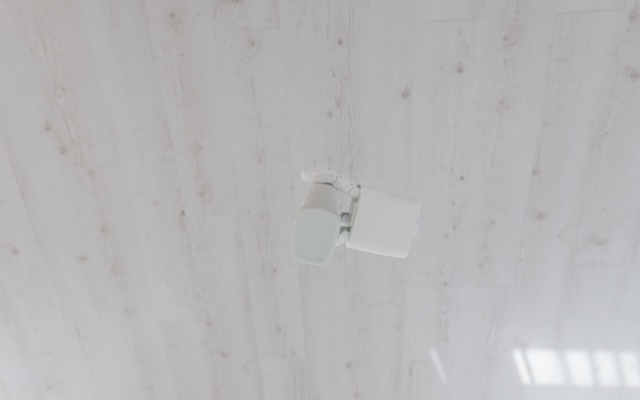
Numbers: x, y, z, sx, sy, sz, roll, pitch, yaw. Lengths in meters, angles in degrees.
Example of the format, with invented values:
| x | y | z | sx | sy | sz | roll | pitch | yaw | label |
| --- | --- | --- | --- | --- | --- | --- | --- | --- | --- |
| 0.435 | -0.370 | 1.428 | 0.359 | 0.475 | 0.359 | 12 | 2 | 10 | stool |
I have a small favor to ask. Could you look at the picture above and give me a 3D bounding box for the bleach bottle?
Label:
| x | y | z | sx | sy | sz | roll | pitch | yaw | label |
| --- | --- | --- | --- | --- | --- | --- | --- | --- | --- |
| 0.000 | 0.003 | 0.822 | 0.068 | 0.103 | 0.250 | 12 | 26 | -1 | bleach bottle |
